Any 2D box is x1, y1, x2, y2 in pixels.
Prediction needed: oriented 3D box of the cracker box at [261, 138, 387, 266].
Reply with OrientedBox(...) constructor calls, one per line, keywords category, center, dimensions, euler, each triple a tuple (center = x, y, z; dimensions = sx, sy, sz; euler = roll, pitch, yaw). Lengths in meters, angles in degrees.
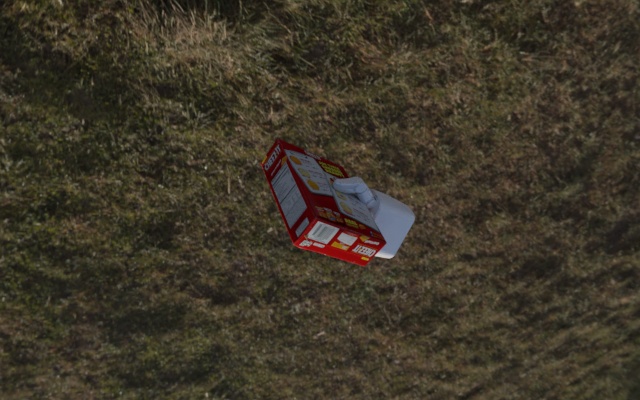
OrientedBox(category="cracker box", center=(0.000, 0.003, 0.832), dimensions=(0.164, 0.072, 0.213), euler=(21, 29, -38))
